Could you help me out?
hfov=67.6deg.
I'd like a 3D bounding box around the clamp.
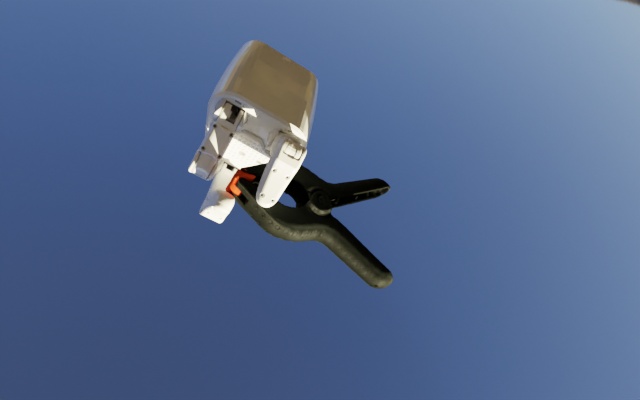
[{"bbox_3d":[0.000,0.002,0.451,0.171,0.120,0.039,28,-47,-16],"label":"clamp"}]
